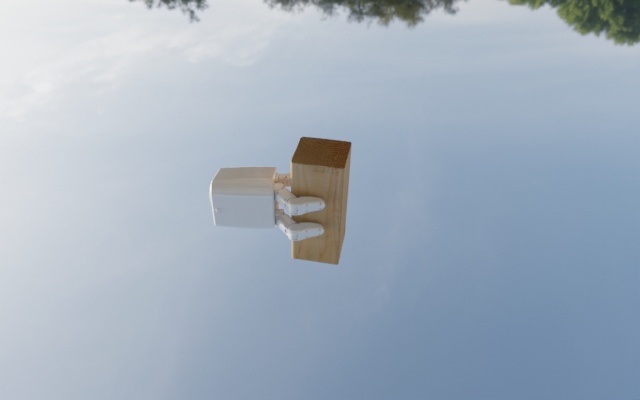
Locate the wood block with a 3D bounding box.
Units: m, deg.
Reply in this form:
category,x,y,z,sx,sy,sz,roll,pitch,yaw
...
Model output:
category,x,y,z,sx,sy,sz,roll,pitch,yaw
wood block,0.000,0.003,0.840,0.090,0.206,0.090,7,37,7
